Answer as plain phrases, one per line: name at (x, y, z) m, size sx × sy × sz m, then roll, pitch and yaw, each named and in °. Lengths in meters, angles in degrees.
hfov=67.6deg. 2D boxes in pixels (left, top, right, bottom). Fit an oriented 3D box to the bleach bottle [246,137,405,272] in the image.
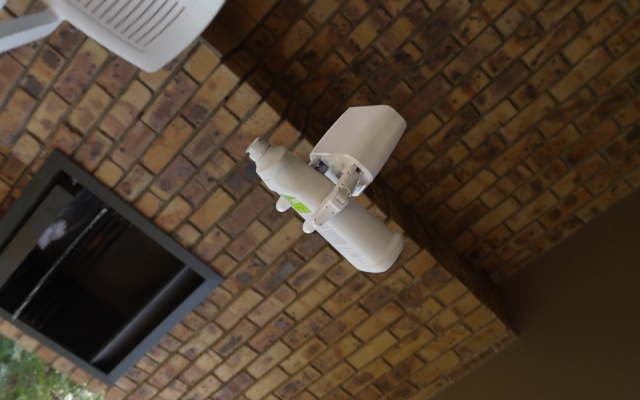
bleach bottle at (0.000, 0.002, 0.682) m, size 0.251 × 0.068 × 0.102 m, roll 42°, pitch -20°, yaw -16°
